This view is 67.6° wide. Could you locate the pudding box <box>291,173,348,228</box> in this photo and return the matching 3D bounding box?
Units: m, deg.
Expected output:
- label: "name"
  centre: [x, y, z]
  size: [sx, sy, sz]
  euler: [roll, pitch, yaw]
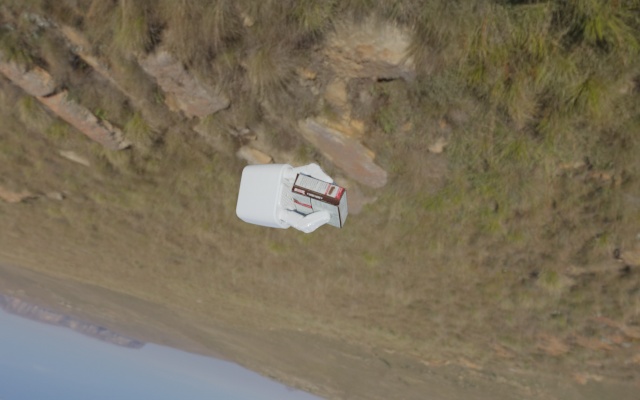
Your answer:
- label: "pudding box"
  centre: [0.000, 0.003, 0.839]
  size: [0.090, 0.039, 0.113]
  euler: [17, -19, 12]
